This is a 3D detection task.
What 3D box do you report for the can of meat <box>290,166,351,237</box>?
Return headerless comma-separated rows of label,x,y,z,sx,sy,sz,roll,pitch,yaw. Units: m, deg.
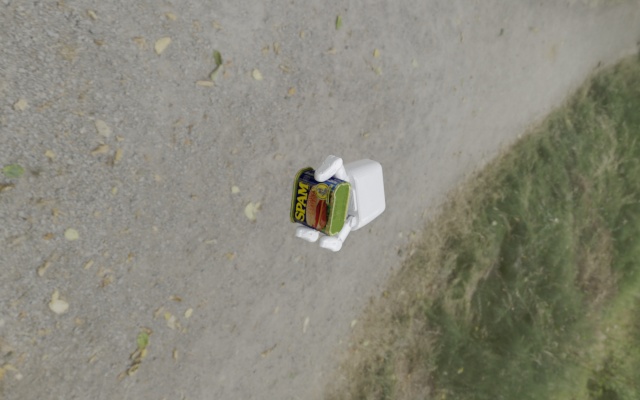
can of meat,0.000,0.003,0.820,0.084,0.102,0.057,21,24,29
